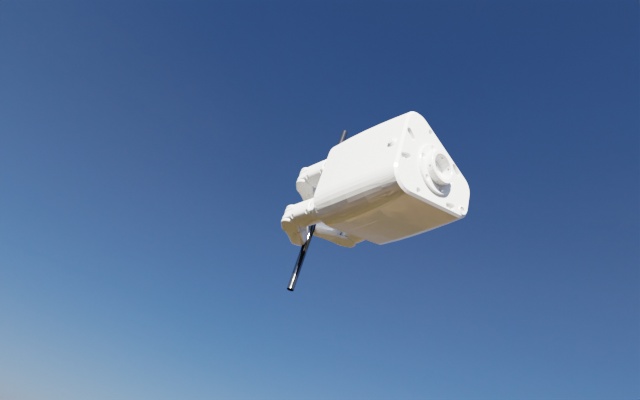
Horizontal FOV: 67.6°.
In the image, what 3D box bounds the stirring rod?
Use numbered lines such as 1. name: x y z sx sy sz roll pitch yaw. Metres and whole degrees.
1. stirring rod: 0.000 0.002 0.584 0.011 0.239 0.011 13 -34 9
